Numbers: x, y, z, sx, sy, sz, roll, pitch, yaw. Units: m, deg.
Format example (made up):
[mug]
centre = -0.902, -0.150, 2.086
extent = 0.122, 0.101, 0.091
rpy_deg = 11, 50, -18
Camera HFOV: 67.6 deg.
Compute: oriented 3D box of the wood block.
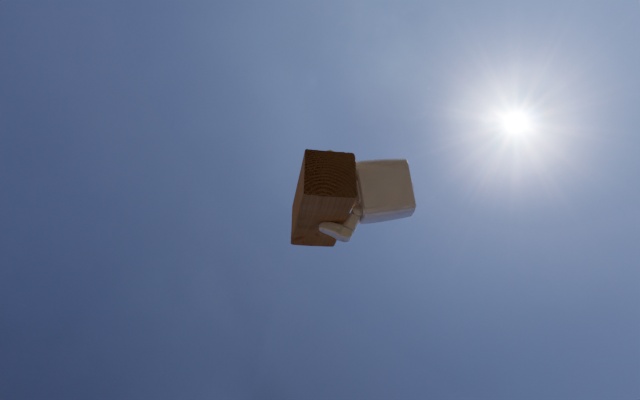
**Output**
[wood block]
centre = 0.001, 0.003, 0.879
extent = 0.090, 0.090, 0.206
rpy_deg = 4, -29, -8
